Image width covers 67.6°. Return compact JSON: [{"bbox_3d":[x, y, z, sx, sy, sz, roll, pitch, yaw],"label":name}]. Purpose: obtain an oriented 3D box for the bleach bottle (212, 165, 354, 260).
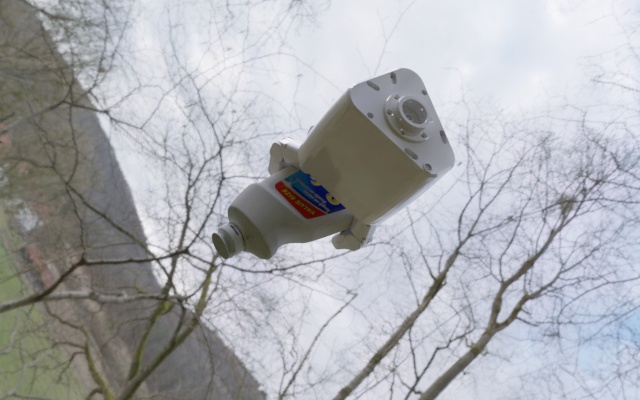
[{"bbox_3d":[0.000,0.002,0.526,0.250,0.102,0.068,-28,-8,-33],"label":"bleach bottle"}]
